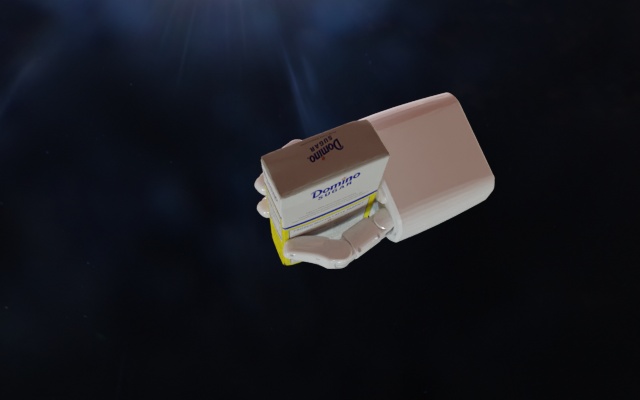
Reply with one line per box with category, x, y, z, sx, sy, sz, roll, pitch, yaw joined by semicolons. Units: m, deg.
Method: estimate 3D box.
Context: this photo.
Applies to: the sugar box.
sugar box;0.000;0.001;0.434;0.093;0.048;0.176;-22;-23;-13
